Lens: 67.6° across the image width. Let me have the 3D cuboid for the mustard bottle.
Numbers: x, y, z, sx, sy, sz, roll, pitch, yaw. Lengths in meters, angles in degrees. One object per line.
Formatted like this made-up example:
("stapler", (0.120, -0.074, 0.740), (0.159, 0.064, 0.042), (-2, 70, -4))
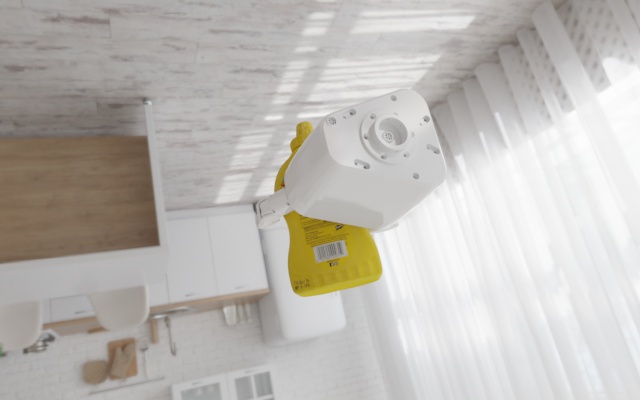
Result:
("mustard bottle", (0.000, 0.002, 0.520), (0.096, 0.191, 0.058), (-13, -17, 3))
